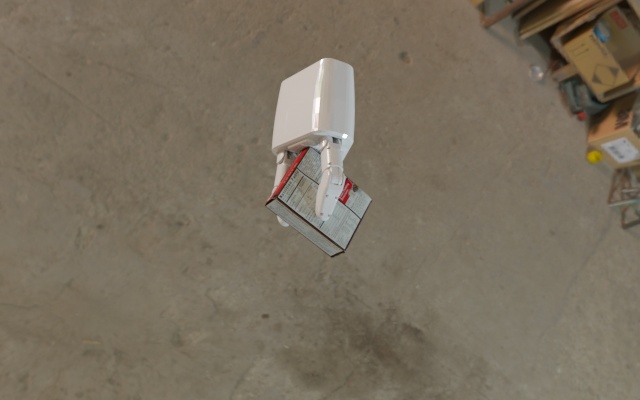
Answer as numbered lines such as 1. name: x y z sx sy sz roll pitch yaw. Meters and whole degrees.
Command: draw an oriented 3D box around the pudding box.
1. pudding box: 0.000 0.002 0.595 0.113 0.090 0.039 38 -30 -12
